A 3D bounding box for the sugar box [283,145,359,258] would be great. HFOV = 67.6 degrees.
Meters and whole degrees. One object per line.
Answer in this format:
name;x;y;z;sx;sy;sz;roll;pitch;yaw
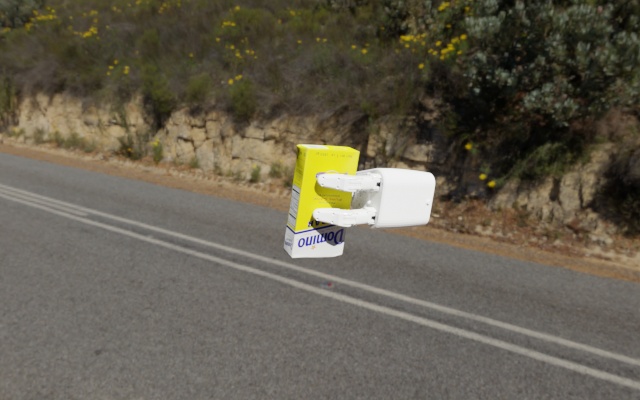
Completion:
sugar box;0.000;0.003;0.754;0.093;0.176;0.048;1;14;-26
